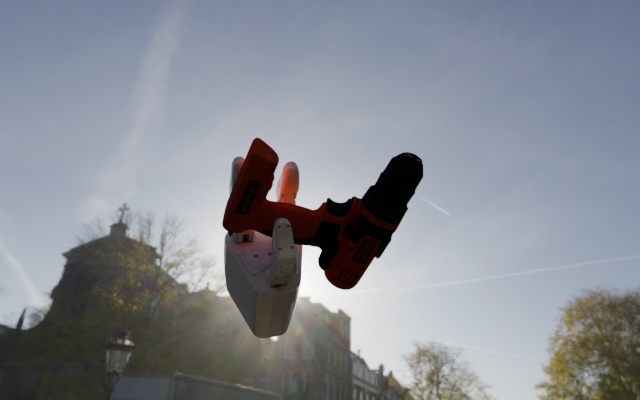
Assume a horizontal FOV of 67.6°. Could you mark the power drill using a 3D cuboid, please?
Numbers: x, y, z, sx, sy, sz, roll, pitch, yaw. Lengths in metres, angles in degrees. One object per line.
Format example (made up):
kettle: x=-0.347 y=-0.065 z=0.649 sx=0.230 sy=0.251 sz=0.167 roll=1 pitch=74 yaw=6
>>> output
power drill: x=0.000 y=0.002 z=0.528 sx=0.188 sy=0.184 sz=0.057 roll=23 pitch=23 yaw=-13
